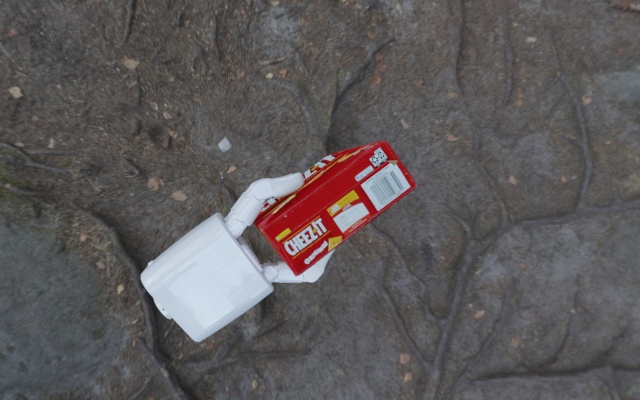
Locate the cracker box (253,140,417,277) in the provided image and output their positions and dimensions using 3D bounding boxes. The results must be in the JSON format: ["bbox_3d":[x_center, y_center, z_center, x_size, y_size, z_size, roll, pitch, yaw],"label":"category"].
[{"bbox_3d":[0.000,0.002,0.593,0.164,0.072,0.213,-37,9,-8],"label":"cracker box"}]
